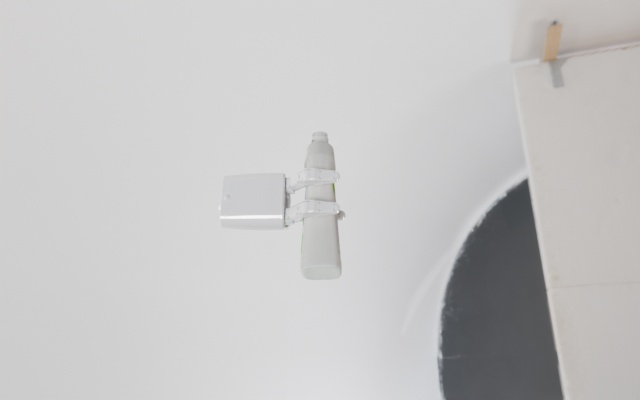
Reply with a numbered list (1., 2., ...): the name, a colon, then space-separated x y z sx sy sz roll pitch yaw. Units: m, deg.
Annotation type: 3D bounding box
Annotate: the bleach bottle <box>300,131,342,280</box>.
1. bleach bottle: 0.000 0.003 0.818 0.068 0.250 0.103 -1 -21 2
